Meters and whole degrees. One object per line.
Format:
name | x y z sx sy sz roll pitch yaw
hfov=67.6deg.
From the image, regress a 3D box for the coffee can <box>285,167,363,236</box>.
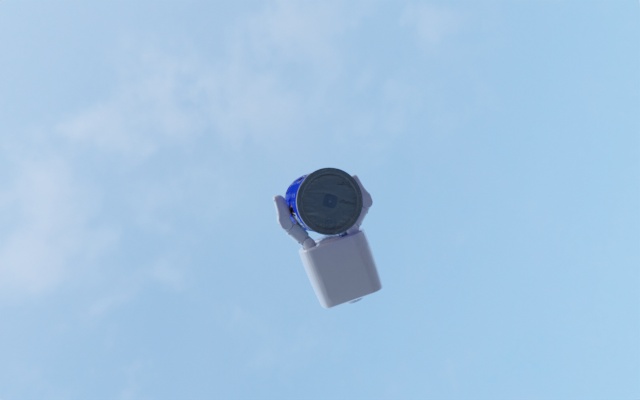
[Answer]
coffee can | 0.000 0.002 0.784 0.103 0.103 0.140 0 -1 -12
